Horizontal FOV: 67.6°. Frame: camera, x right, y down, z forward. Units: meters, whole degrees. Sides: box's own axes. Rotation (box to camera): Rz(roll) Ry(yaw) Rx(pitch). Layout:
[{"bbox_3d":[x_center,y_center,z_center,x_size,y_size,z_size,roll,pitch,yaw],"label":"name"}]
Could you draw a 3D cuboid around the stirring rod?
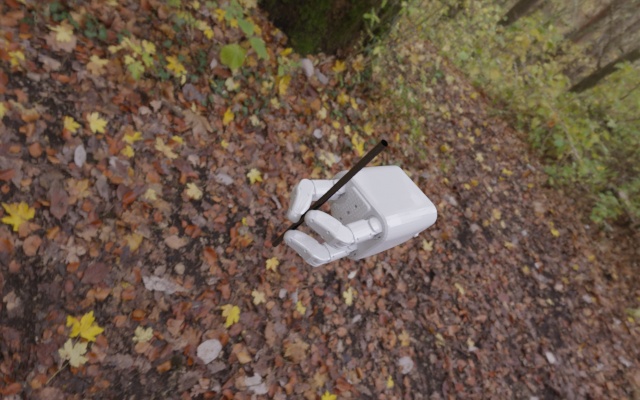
[{"bbox_3d":[0.000,0.002,0.535,0.011,0.011,0.240,0,-28,-34],"label":"stirring rod"}]
